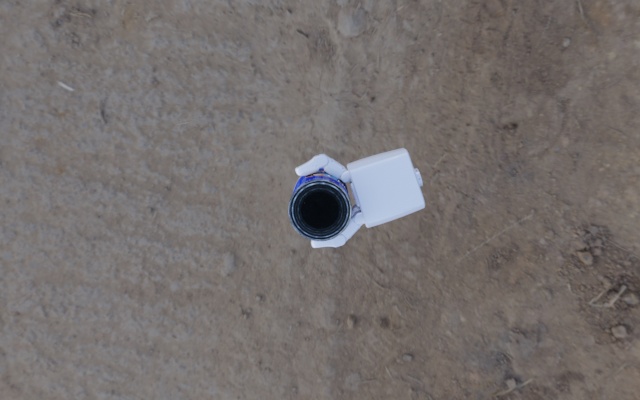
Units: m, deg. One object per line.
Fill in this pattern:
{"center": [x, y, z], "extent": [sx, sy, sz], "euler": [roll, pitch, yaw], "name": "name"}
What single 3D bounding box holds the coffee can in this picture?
{"center": [0.000, 0.003, 0.829], "extent": [0.103, 0.103, 0.140], "euler": [0, 12, 1], "name": "coffee can"}
